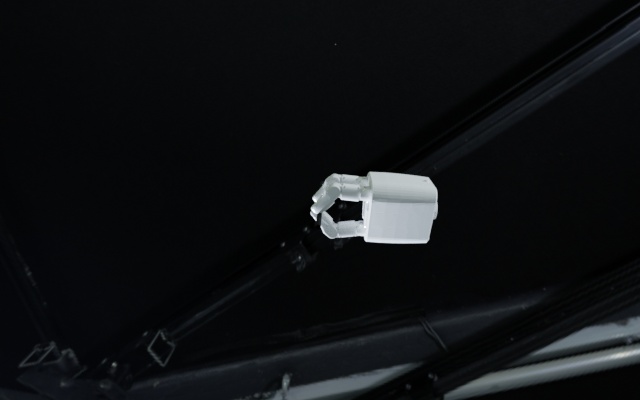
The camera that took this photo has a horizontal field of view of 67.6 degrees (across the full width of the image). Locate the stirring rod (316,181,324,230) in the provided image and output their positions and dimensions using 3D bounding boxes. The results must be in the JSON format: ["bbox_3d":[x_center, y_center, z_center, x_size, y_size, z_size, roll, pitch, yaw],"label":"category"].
[{"bbox_3d":[0.000,0.003,0.831,0.011,0.011,0.239,0,18,2],"label":"stirring rod"}]
